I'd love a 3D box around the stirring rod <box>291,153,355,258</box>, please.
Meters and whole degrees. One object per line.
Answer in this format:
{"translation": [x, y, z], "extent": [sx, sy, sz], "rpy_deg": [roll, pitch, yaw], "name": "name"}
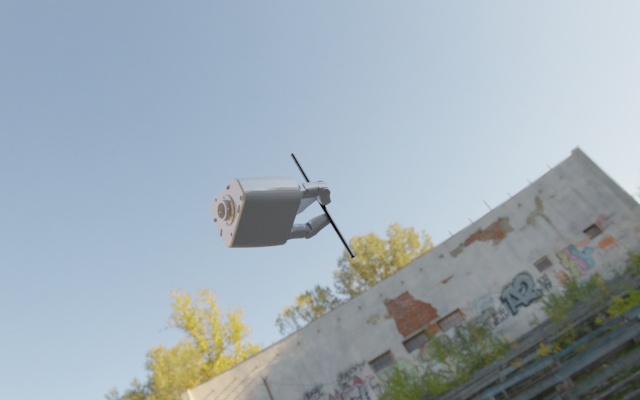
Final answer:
{"translation": [0.000, 0.003, 0.840], "extent": [0.011, 0.239, 0.011], "rpy_deg": [-22, -31, -14], "name": "stirring rod"}
